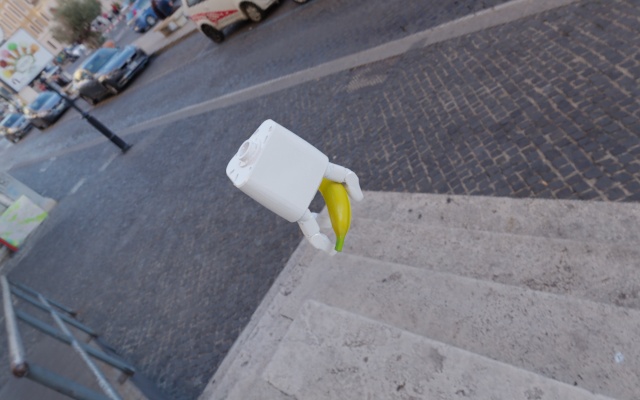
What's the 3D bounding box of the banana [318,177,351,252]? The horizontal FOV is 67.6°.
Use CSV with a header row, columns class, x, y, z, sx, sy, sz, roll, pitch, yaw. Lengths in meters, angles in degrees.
class,x,y,z,sx,sy,sz,roll,pitch,yaw
banana,0.011,-0.009,0.777,0.037,0.070,0.197,21,29,-31
